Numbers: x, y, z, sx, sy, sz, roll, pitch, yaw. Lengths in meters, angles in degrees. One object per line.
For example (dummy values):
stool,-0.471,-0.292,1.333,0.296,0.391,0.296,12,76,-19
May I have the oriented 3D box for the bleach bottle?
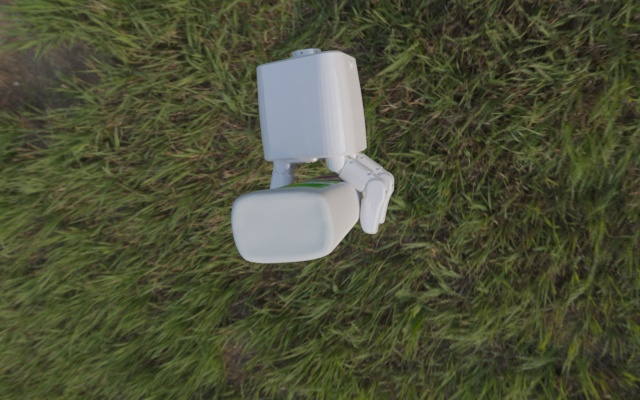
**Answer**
bleach bottle,0.000,0.002,0.542,0.102,0.068,0.251,-4,9,17
